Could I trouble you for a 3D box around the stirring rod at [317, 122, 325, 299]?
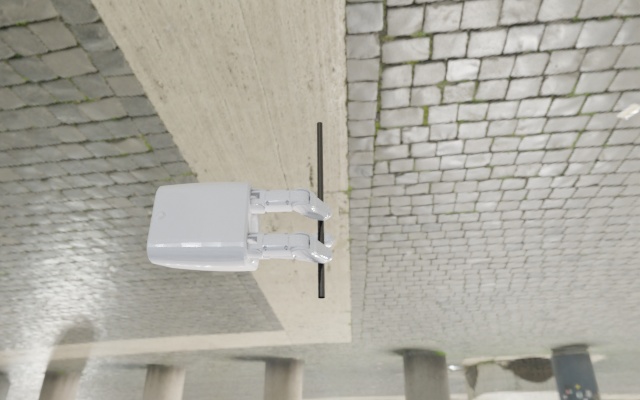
[{"bbox_3d":[0.000,0.002,0.585,0.011,0.239,0.011,0,-29,0],"label":"stirring rod"}]
